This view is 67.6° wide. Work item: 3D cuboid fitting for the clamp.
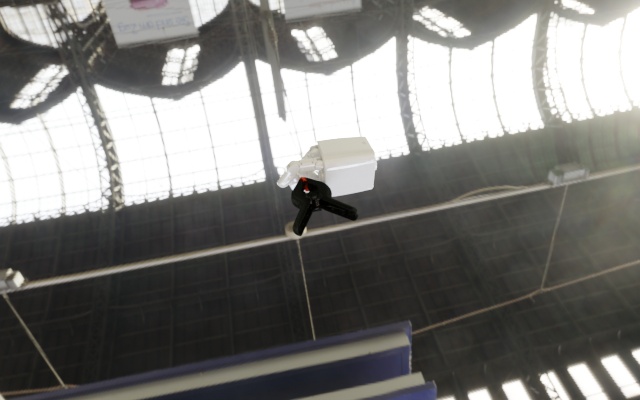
[{"bbox_3d":[0.000,0.003,0.900,0.120,0.039,0.171,-6,35,-6],"label":"clamp"}]
